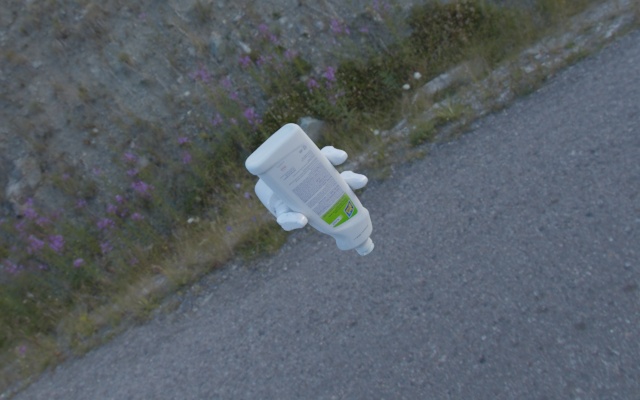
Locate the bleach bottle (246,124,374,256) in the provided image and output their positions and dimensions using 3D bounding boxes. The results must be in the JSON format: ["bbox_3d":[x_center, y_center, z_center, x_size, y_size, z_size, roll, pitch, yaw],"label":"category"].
[{"bbox_3d":[0.000,0.002,0.758,0.102,0.251,0.068,-43,26,-6],"label":"bleach bottle"}]
